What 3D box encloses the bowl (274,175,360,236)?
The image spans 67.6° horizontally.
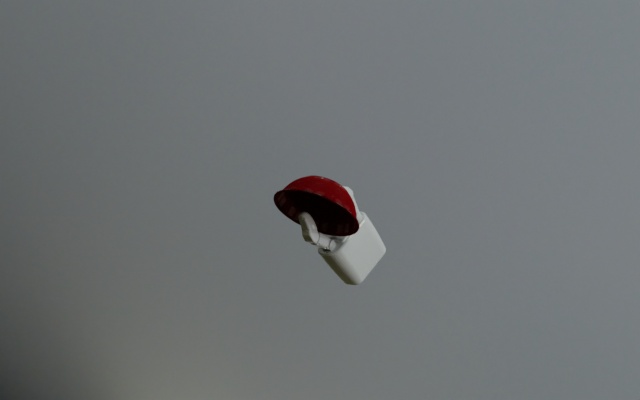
[{"bbox_3d":[0.000,0.002,0.854,0.162,0.055,0.162,18,-24,8],"label":"bowl"}]
